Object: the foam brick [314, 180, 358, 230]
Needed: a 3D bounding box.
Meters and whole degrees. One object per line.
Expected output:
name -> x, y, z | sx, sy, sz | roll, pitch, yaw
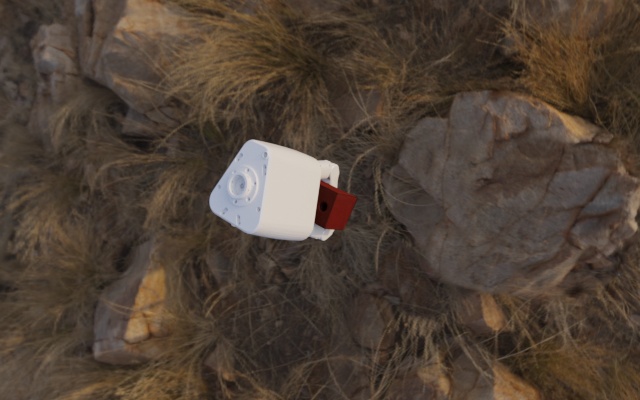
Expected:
foam brick -> 0.000, 0.002, 0.664 | 0.078, 0.053, 0.051 | 27, 9, 32
